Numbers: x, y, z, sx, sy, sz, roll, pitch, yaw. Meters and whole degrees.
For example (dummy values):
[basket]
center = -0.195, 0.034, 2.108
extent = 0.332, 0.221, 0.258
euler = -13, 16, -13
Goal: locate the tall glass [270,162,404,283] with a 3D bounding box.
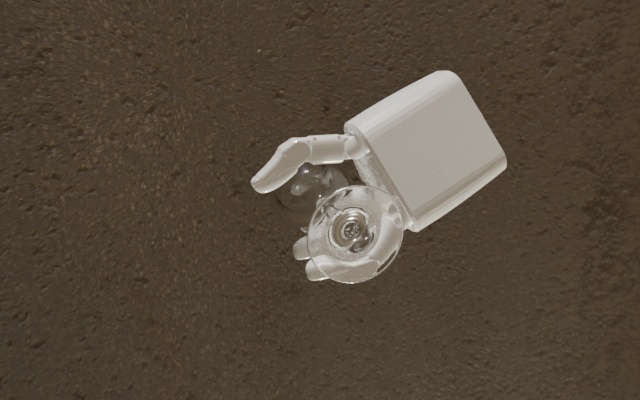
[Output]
[tall glass]
center = 0.000, 0.002, 0.436
extent = 0.079, 0.079, 0.201
euler = 0, 14, -16
